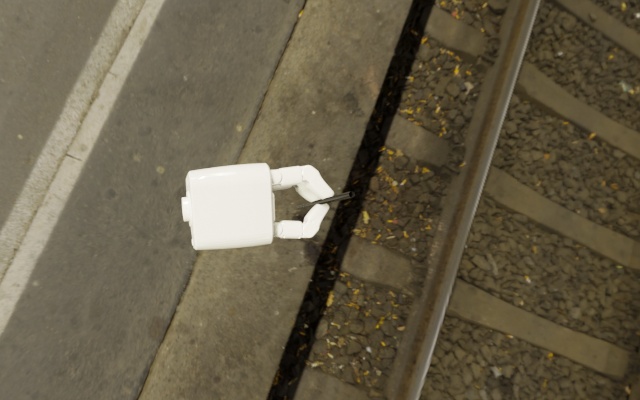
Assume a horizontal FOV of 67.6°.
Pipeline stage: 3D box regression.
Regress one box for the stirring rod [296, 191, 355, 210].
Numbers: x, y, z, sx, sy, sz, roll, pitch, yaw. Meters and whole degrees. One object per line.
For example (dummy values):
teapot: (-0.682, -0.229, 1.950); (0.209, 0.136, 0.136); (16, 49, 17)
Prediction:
stirring rod: (0.000, 0.002, 0.692); (0.011, 0.011, 0.239); (0, -5, -18)
